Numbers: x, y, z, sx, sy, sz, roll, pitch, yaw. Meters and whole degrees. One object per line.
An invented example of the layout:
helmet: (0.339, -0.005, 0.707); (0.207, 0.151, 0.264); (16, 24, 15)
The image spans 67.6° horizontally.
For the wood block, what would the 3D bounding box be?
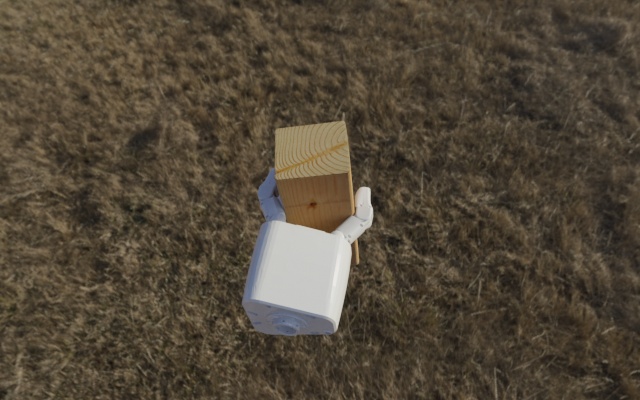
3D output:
wood block: (0.000, 0.002, 0.653); (0.091, 0.090, 0.206); (-6, -39, 3)
